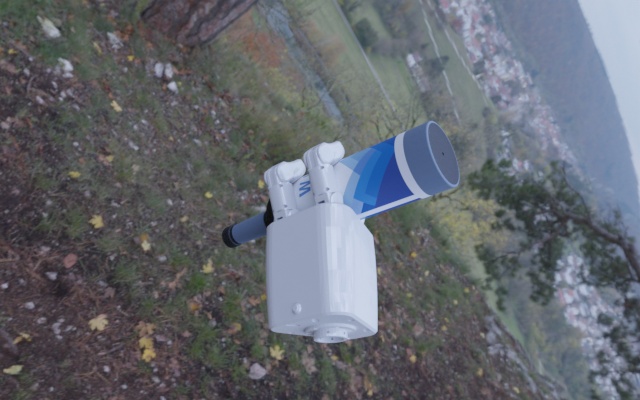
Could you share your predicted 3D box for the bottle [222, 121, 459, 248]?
[{"bbox_3d":[0.000,0.002,0.524,0.296,0.069,0.069,-22,-12,33],"label":"bottle"}]
